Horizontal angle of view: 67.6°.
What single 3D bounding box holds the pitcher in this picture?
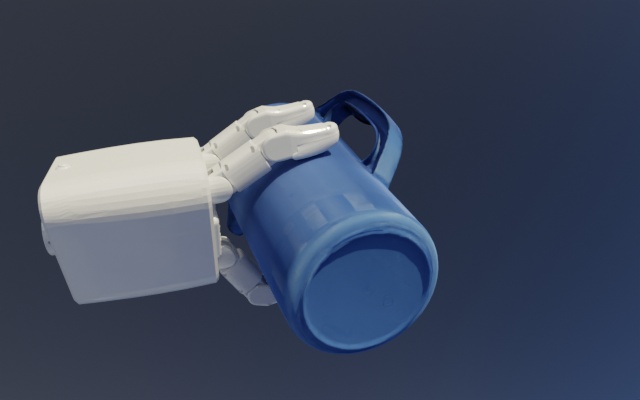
[{"bbox_3d":[0.000,0.001,0.400,0.145,0.149,0.242,-8,26,-17],"label":"pitcher"}]
